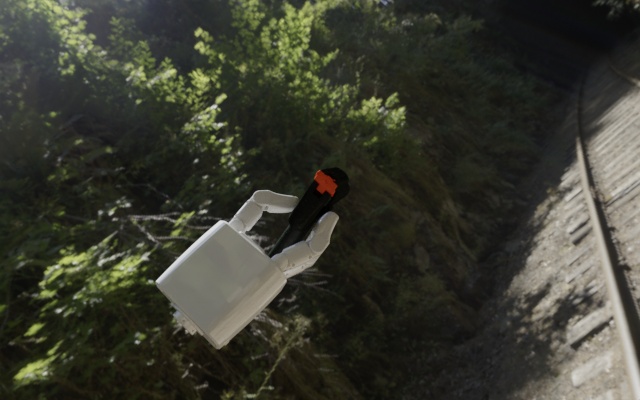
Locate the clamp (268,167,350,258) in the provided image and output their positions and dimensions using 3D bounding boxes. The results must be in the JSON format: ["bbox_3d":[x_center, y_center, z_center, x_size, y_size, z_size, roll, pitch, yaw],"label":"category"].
[{"bbox_3d":[-0.001,0.001,0.620,0.036,0.164,0.210,41,-23,6],"label":"clamp"}]
